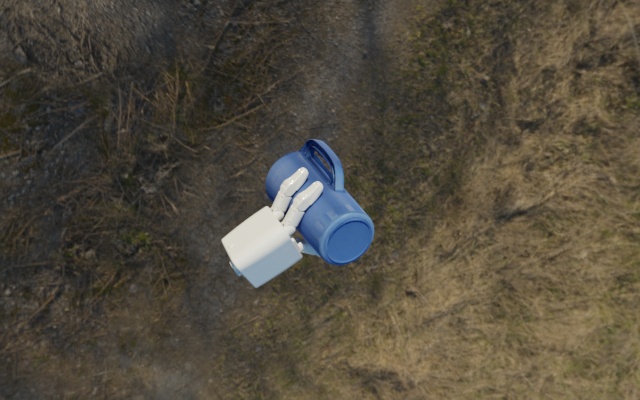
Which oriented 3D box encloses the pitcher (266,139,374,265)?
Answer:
[{"bbox_3d":[0.000,0.003,0.897,0.145,0.149,0.242,-34,40,-7],"label":"pitcher"}]
